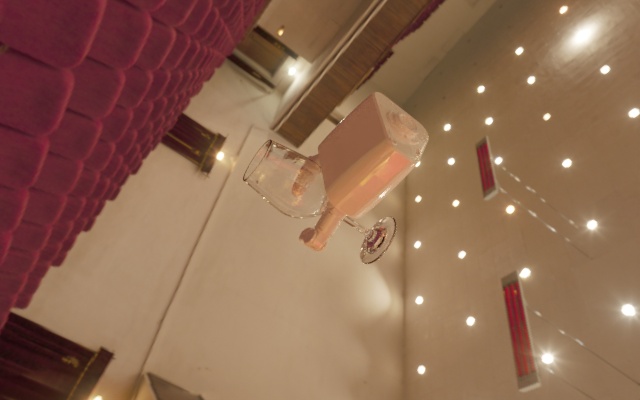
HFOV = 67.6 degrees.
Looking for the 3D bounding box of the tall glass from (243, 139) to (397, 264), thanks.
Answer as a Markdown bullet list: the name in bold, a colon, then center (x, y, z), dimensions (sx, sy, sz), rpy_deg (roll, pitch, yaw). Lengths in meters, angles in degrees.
- **tall glass**: center (0.001, 0.003, 0.620), dimensions (0.201, 0.079, 0.079), rpy_deg (33, -12, -18)
